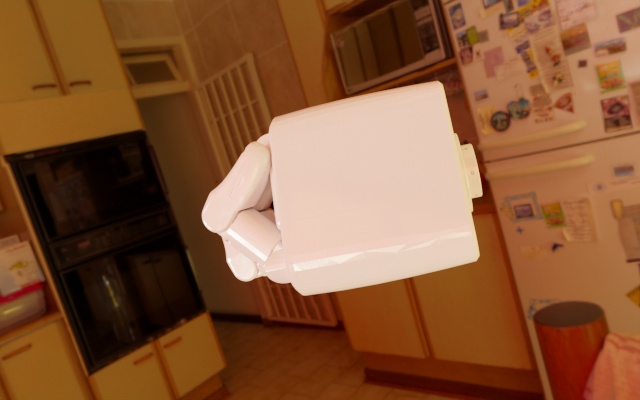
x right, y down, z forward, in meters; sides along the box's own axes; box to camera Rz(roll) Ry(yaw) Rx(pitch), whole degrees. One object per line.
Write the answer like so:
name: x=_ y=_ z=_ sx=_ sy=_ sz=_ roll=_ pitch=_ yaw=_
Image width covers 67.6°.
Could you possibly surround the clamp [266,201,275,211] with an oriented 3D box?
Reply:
clamp: x=0.000 y=0.001 z=0.413 sx=0.120 sy=0.039 sz=0.171 roll=-9 pitch=8 yaw=14
